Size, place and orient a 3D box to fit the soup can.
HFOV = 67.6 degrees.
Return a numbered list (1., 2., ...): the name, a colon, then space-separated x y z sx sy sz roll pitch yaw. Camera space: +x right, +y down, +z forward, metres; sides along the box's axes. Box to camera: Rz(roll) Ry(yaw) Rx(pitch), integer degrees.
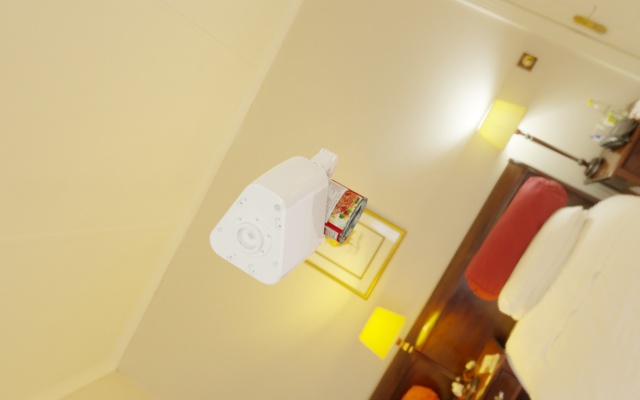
1. soup can: 0.000 0.002 0.615 0.102 0.068 0.068 30 7 12
